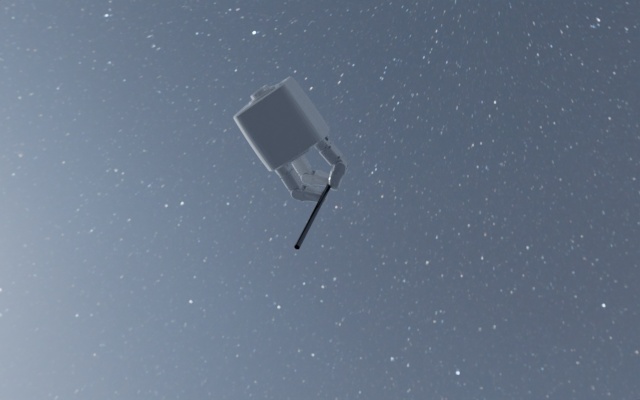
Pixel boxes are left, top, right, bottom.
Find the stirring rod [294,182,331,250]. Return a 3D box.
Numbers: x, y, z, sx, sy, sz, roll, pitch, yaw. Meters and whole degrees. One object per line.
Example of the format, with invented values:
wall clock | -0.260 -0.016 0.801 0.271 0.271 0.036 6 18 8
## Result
stirring rod | 0.000 0.002 0.754 0.011 0.011 0.239 0 31 18
